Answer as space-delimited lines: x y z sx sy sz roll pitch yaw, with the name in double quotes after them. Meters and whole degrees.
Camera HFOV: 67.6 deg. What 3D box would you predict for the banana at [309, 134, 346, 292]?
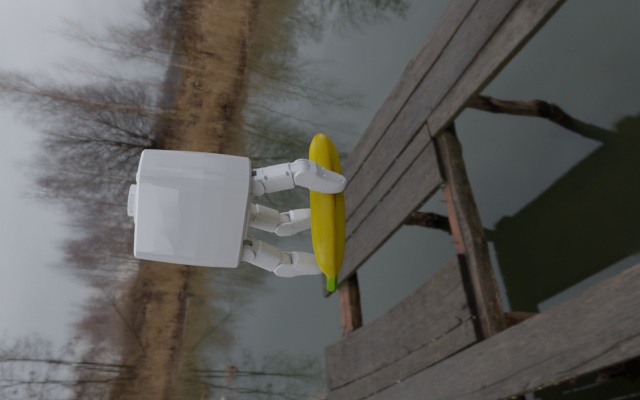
0.004 -0.002 0.539 0.037 0.197 0.070 3 -23 -12 "banana"
